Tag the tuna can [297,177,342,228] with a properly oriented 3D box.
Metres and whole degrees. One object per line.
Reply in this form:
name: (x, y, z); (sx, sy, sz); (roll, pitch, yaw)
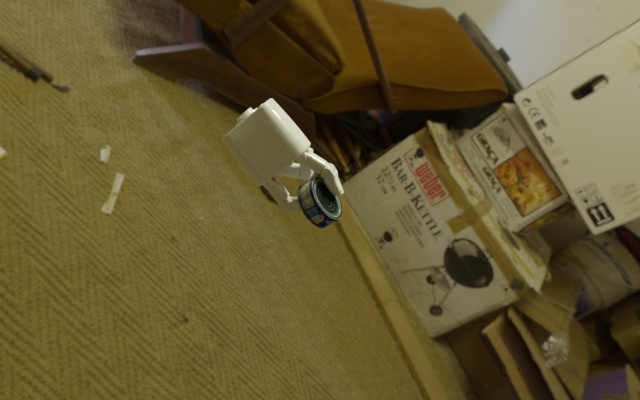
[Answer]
tuna can: (0.001, 0.003, 0.827); (0.034, 0.086, 0.086); (-30, -15, 28)
